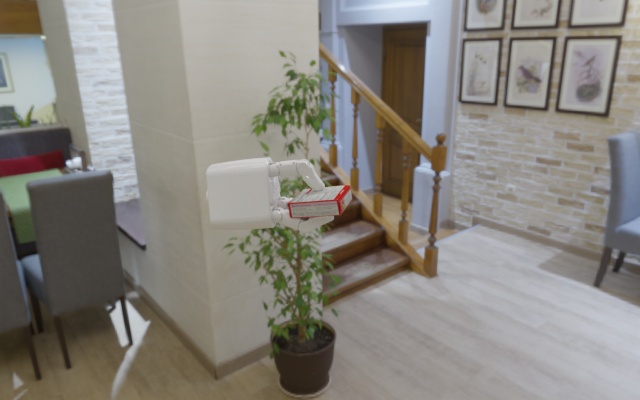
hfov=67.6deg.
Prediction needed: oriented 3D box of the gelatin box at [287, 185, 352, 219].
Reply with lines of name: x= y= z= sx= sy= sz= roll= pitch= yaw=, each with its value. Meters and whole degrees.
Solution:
gelatin box: x=0.000 y=0.002 z=0.784 sx=0.089 sy=0.030 sz=0.073 roll=-5 pitch=18 yaw=21
